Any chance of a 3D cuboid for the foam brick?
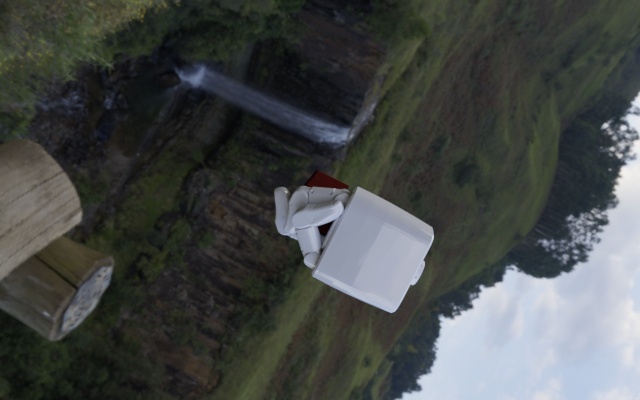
[{"bbox_3d":[0.000,0.002,0.618,0.051,0.053,0.078,25,20,2],"label":"foam brick"}]
